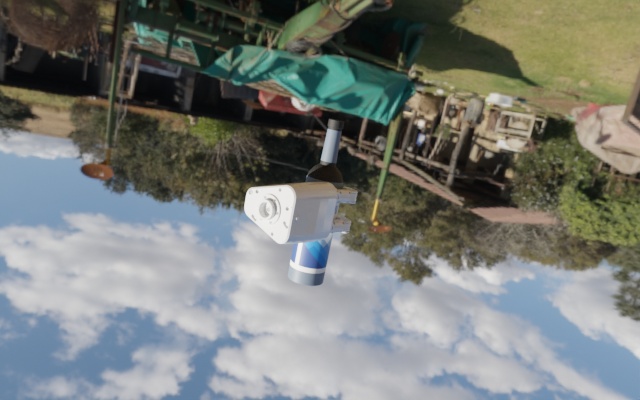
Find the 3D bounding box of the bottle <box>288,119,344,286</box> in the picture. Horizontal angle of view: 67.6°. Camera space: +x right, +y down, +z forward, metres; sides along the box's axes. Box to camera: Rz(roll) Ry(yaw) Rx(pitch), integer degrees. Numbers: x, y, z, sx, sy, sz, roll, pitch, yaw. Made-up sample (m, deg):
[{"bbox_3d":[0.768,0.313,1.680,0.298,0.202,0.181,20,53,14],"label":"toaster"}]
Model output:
[{"bbox_3d":[0.000,0.003,0.852,0.069,0.296,0.069,11,11,-2],"label":"bottle"}]
